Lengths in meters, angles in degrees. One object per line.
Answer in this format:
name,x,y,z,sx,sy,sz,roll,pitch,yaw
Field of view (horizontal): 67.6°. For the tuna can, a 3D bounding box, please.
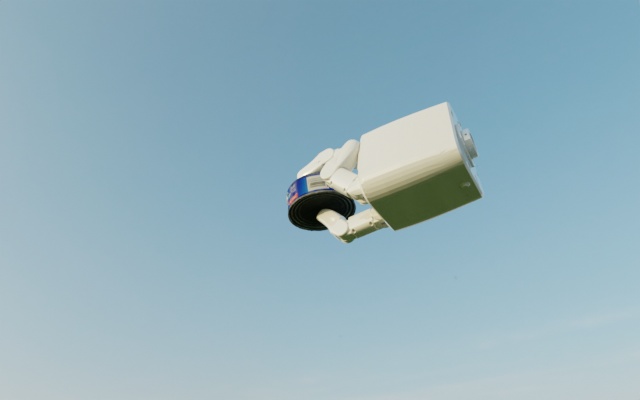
tuna can,0.000,0.002,0.604,0.086,0.033,0.086,-5,-36,-4
